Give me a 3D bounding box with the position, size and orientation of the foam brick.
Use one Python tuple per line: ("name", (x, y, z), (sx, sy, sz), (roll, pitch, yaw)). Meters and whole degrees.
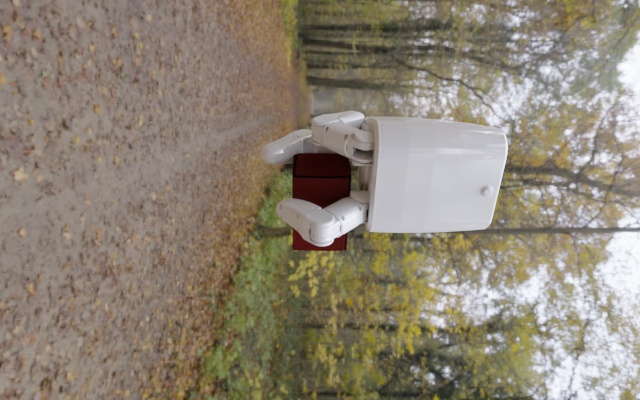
("foam brick", (0.000, 0.002, 0.441), (0.051, 0.078, 0.053), (1, 29, -2))
